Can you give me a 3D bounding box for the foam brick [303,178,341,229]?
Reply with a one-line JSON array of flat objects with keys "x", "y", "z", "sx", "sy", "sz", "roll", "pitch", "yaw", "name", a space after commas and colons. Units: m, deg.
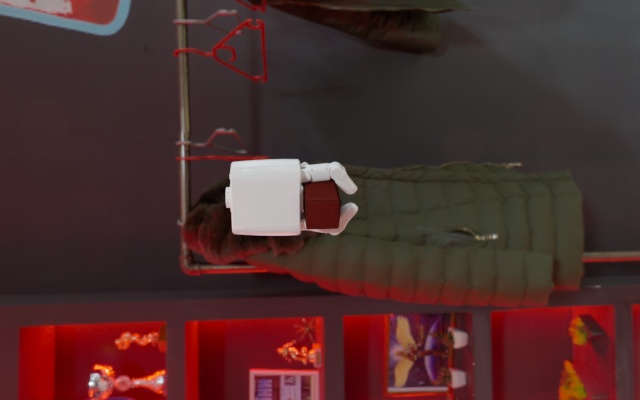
[{"x": 0.000, "y": 0.002, "z": 0.736, "sx": 0.051, "sy": 0.053, "sz": 0.078, "roll": -1, "pitch": 31, "yaw": -7, "name": "foam brick"}]
